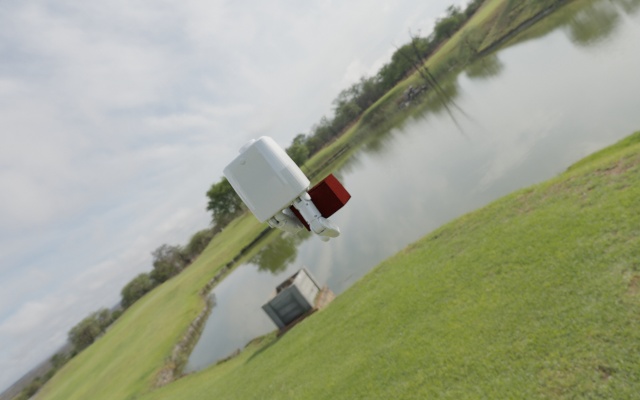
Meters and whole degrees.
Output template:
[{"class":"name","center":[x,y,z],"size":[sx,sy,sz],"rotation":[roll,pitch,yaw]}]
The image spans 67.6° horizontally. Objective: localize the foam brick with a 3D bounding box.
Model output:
[{"class":"foam brick","center":[0.000,0.002,0.763],"size":[0.078,0.051,0.053],"rotation":[-37,4,21]}]
